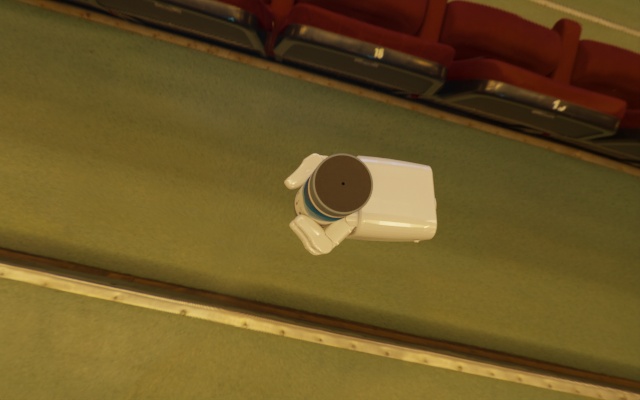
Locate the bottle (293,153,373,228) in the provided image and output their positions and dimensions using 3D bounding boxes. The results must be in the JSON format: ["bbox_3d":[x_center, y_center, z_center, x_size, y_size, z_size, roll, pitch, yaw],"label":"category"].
[{"bbox_3d":[0.000,0.002,0.652,0.069,0.069,0.296,0,-8,-10],"label":"bottle"}]
